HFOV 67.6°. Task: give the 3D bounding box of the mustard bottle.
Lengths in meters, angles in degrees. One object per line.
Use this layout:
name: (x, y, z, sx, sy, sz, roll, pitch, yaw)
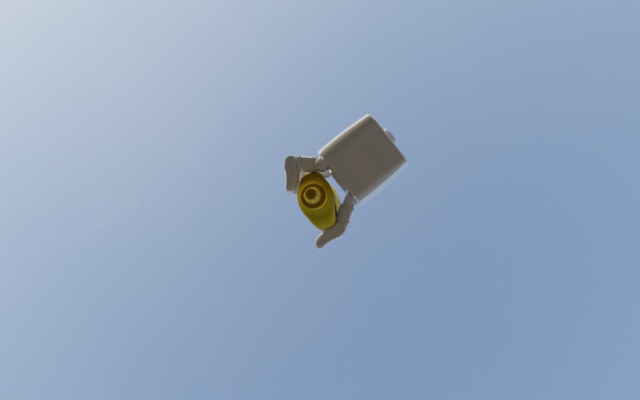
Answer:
mustard bottle: (0.000, 0.003, 0.800, 0.058, 0.096, 0.191, -15, -9, 6)
